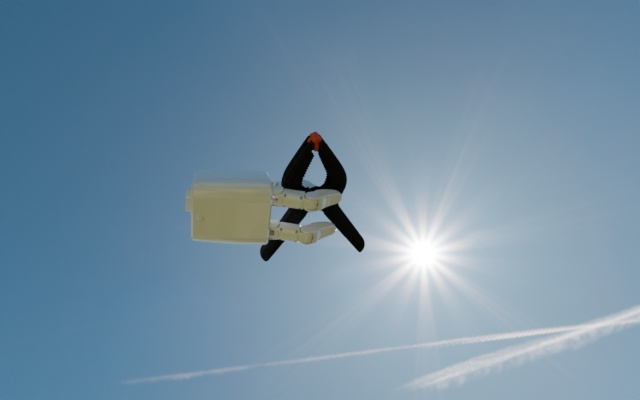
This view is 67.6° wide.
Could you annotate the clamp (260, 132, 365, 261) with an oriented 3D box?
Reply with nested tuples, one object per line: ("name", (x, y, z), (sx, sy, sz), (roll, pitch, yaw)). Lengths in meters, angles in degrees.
("clamp", (0.000, 0.001, 0.706), (0.164, 0.210, 0.036), (1, 30, -14))
